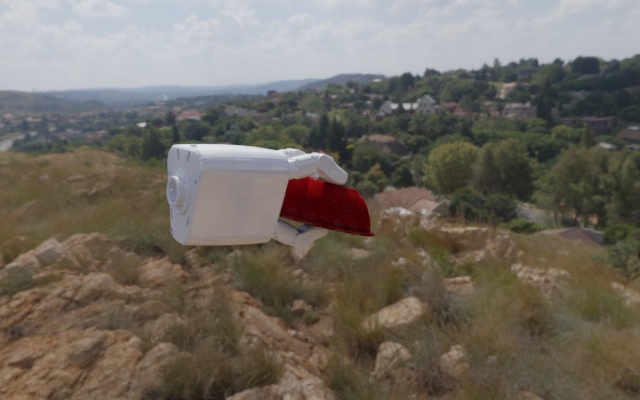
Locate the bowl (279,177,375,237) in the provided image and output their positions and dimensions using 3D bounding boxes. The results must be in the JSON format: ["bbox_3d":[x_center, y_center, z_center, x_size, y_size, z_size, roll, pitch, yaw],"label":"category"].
[{"bbox_3d":[0.001,0.002,0.639,0.162,0.055,0.162,14,1,0],"label":"bowl"}]
